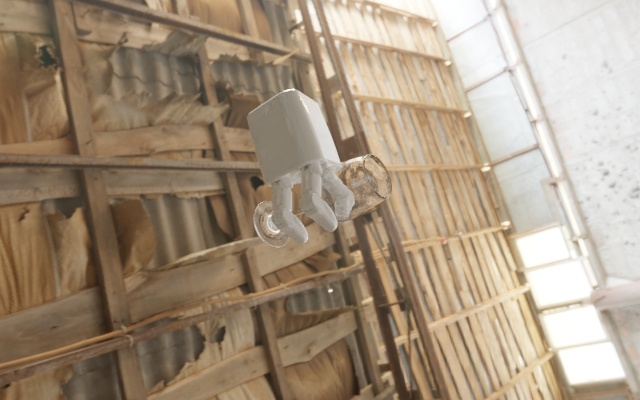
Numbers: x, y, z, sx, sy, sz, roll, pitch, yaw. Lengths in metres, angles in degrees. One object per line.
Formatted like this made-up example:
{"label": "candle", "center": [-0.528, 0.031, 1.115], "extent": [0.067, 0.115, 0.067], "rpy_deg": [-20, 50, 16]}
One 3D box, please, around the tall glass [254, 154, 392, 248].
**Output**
{"label": "tall glass", "center": [0.000, 0.003, 0.671], "extent": [0.201, 0.079, 0.079], "rpy_deg": [-24, -14, 35]}
